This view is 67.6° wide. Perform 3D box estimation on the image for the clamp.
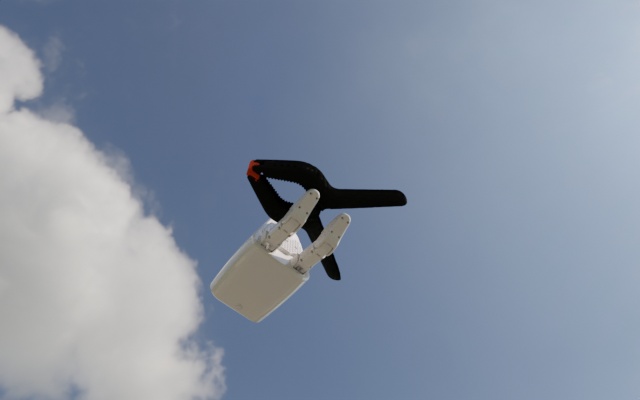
[{"bbox_3d":[0.000,0.002,0.642,0.210,0.164,0.036,38,19,-18],"label":"clamp"}]
